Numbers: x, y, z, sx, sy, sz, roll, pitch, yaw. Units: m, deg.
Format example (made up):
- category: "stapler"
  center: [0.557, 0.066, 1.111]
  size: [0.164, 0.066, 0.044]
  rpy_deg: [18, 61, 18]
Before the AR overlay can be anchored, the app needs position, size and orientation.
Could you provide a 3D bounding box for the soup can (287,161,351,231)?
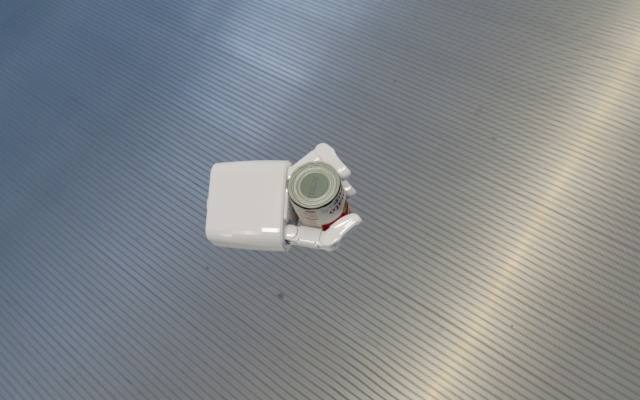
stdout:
- category: "soup can"
  center: [0.001, 0.002, 0.618]
  size: [0.068, 0.068, 0.102]
  rpy_deg: [0, -26, 11]
